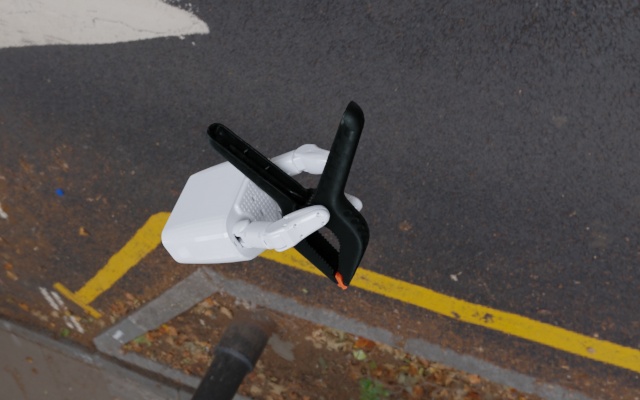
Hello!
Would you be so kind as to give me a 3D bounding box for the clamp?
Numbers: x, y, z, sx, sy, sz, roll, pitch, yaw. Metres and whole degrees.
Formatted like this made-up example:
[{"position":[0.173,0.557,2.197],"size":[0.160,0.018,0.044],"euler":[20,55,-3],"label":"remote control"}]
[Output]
[{"position":[0.000,0.002,0.458],"size":[0.164,0.210,0.036],"euler":[-8,33,37],"label":"clamp"}]
